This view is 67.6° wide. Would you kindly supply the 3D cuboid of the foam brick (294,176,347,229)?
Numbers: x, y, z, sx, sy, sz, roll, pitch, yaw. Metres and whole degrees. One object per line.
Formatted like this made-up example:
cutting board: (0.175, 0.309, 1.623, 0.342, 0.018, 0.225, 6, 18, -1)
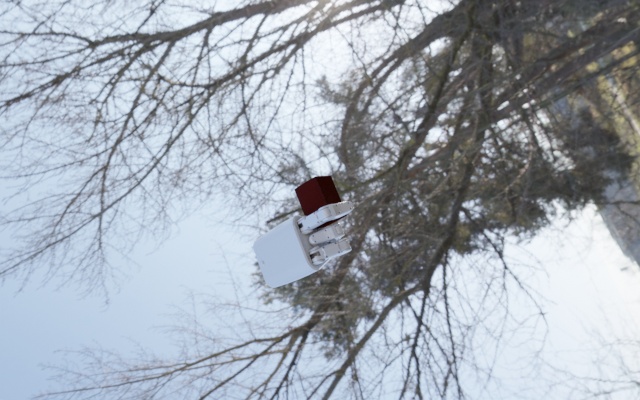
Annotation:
foam brick: (0.000, 0.002, 0.820, 0.051, 0.078, 0.053, -29, -14, 31)
